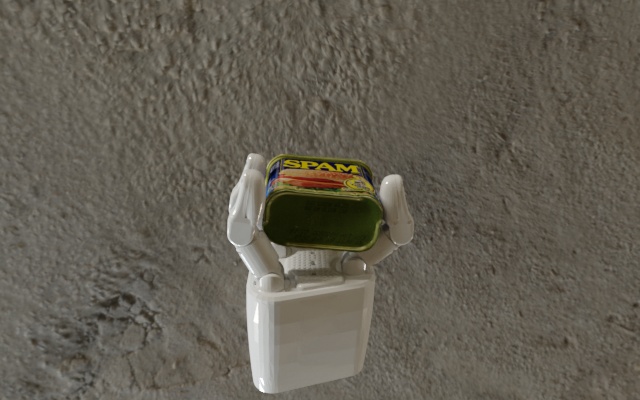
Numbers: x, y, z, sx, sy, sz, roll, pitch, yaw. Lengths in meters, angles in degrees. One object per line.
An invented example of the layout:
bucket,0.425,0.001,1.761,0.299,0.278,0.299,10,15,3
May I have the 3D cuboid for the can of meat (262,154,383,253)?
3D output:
can of meat,0.000,0.001,0.418,0.102,0.057,0.084,5,23,-5
